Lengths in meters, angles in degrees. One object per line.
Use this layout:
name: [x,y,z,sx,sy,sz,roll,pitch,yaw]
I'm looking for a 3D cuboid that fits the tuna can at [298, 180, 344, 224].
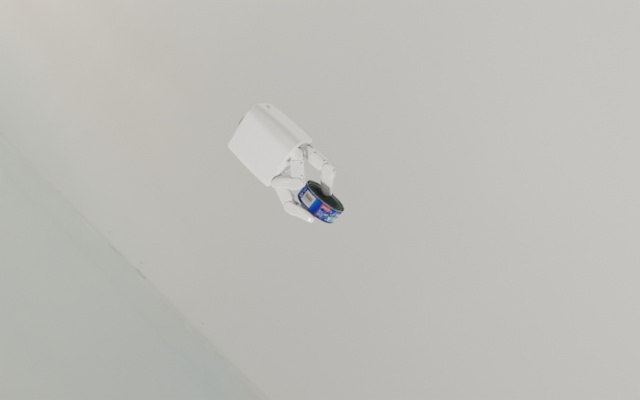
tuna can: [0.000,0.003,0.874,0.086,0.034,0.086,36,16,-12]
